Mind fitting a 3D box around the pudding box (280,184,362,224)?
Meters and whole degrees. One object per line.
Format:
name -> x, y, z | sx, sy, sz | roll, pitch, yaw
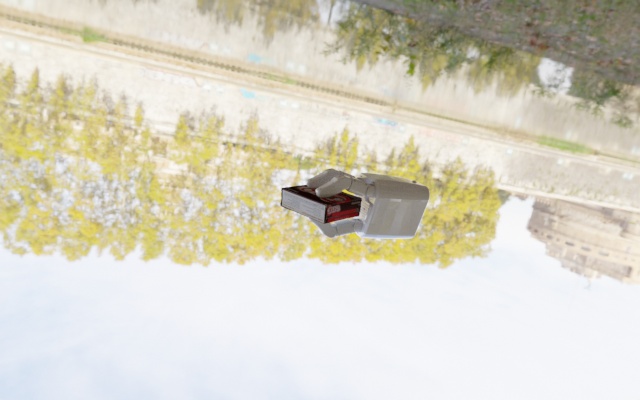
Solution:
pudding box -> 0.000, 0.003, 0.821 | 0.113, 0.039, 0.090 | 18, 18, 41
